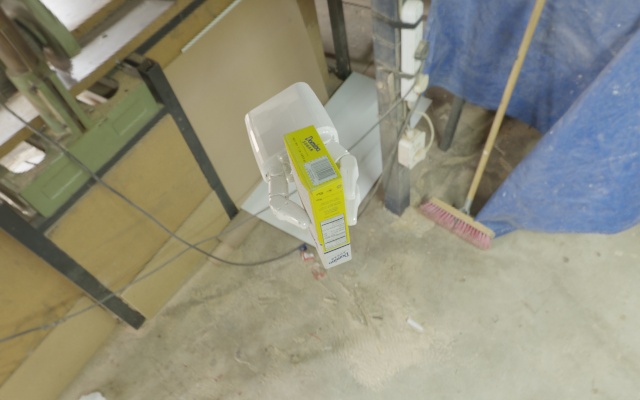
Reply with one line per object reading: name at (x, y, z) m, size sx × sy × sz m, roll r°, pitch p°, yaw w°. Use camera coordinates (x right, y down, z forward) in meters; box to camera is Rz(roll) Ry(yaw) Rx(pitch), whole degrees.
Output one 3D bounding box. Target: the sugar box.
sugar box at (0.001, 0.002, 0.597) m, size 0.048 × 0.093 × 0.176 m, roll -22°, pitch -35°, yaw -5°
